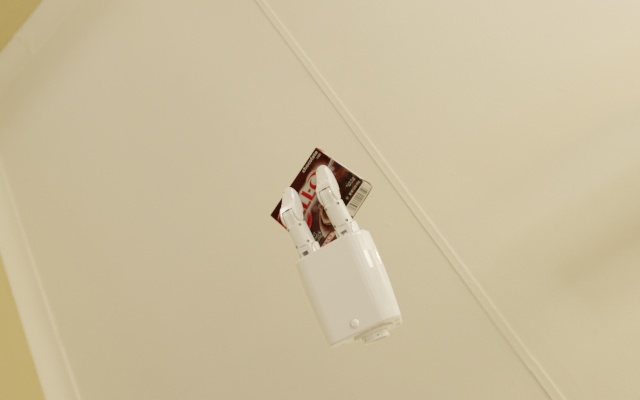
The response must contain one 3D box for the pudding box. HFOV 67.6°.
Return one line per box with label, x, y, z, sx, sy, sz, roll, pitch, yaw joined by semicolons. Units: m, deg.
pudding box;0.000;0.002;0.618;0.090;0.113;0.039;38;5;32
